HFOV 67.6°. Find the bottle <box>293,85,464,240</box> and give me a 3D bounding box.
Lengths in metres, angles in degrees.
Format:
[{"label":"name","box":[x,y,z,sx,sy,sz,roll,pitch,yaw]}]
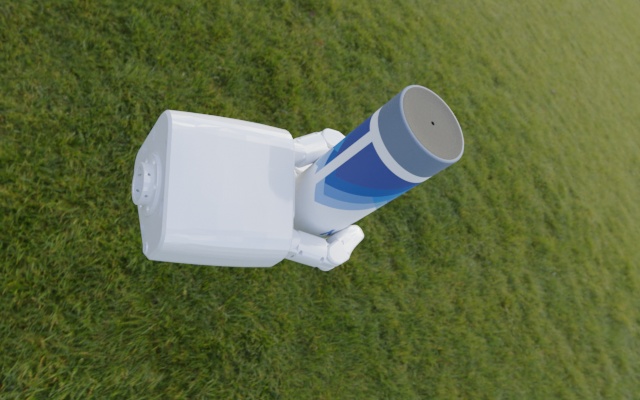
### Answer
[{"label":"bottle","box":[0.000,0.001,0.458,0.069,0.069,0.296,0,-24,-38]}]
